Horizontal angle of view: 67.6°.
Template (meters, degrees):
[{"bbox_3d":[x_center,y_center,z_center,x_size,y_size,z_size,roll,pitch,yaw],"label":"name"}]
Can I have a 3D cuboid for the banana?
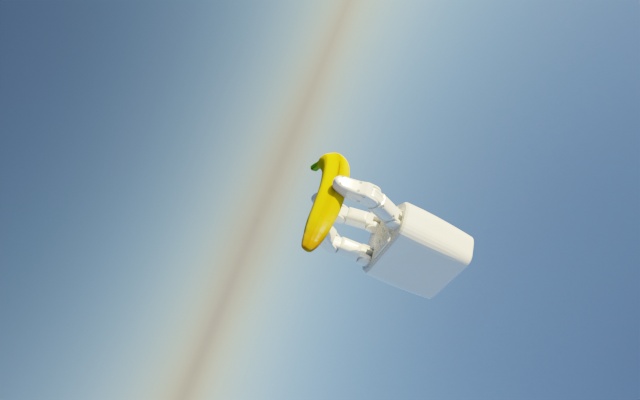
[{"bbox_3d":[0.010,-0.013,0.623,0.037,0.070,0.197,28,31,-13],"label":"banana"}]
